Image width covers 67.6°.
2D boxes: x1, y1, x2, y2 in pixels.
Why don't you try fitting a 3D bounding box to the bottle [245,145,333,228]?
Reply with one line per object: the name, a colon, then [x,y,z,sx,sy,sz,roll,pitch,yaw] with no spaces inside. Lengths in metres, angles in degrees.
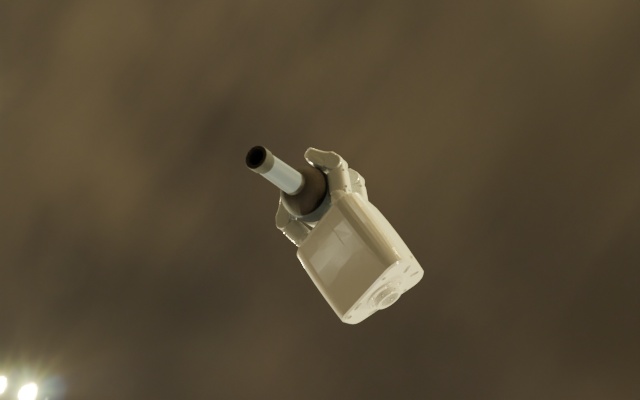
bottle: [0.000,0.002,0.623,0.069,0.069,0.296,0,-19,29]
